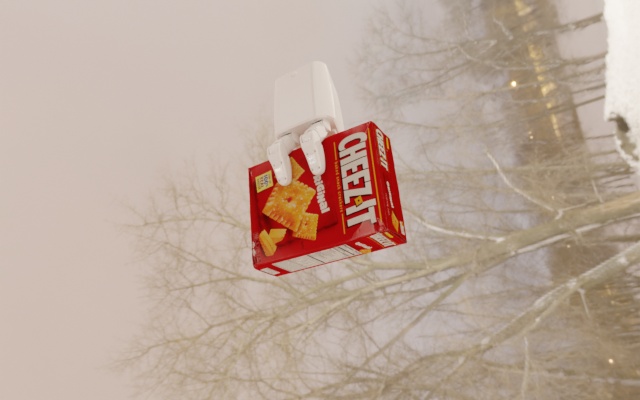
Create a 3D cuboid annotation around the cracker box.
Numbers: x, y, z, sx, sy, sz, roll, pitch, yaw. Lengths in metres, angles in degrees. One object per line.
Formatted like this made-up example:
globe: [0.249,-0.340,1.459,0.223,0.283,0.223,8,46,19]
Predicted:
cracker box: [0.000,0.002,0.678,0.214,0.164,0.072,-18,-27,27]
